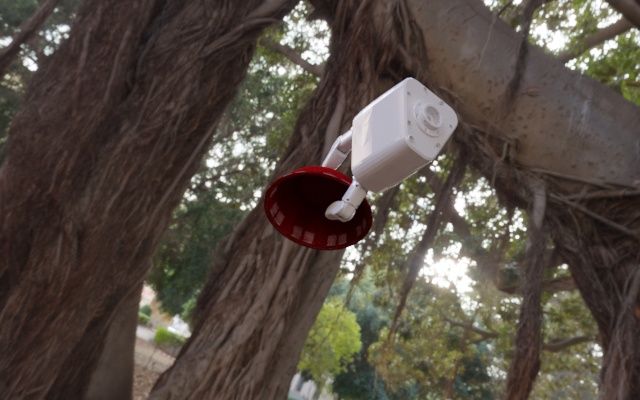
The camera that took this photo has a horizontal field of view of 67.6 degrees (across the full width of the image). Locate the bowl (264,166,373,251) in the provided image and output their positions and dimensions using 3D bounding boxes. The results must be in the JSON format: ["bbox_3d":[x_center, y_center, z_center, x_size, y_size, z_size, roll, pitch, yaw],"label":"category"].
[{"bbox_3d":[-0.001,0.003,0.714,0.162,0.162,0.055,0,43,14],"label":"bowl"}]
